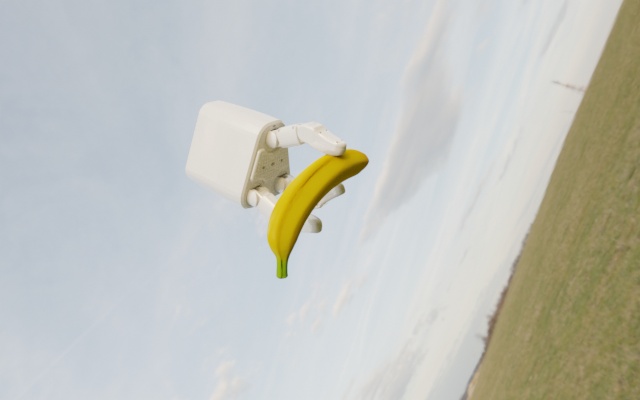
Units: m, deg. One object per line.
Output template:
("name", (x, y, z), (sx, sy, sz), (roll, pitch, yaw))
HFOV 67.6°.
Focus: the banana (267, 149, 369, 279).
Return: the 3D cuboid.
("banana", (-0.004, -0.009, 0.533), (0.037, 0.070, 0.197), (21, 55, 27))
